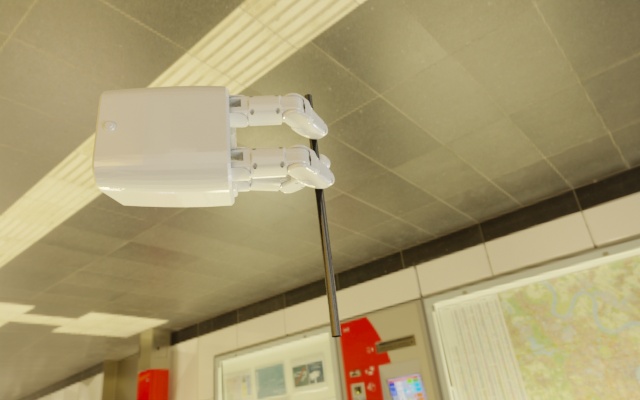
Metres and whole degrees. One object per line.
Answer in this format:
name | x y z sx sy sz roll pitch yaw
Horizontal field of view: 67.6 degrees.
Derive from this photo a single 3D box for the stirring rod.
stirring rod | 0.000 0.001 0.434 0.011 0.239 0.011 -5 -26 -3
